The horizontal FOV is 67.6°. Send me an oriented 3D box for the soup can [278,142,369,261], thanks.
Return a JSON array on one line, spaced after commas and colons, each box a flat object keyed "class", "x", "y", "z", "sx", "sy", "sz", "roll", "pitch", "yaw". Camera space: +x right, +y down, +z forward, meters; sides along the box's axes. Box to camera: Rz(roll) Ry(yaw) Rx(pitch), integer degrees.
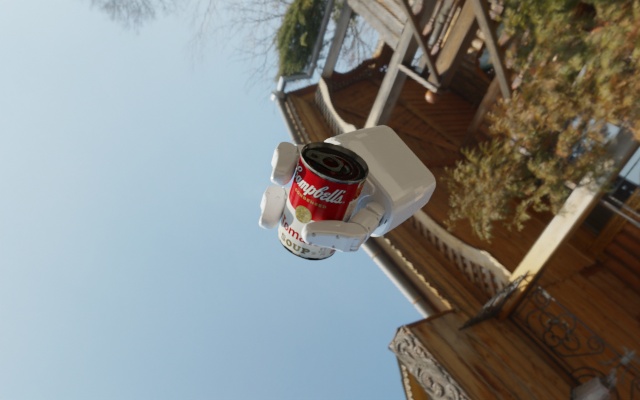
[{"class": "soup can", "x": 0.000, "y": 0.002, "z": 0.481, "sx": 0.068, "sy": 0.102, "sz": 0.068, "roll": 13, "pitch": 34, "yaw": -9}]
